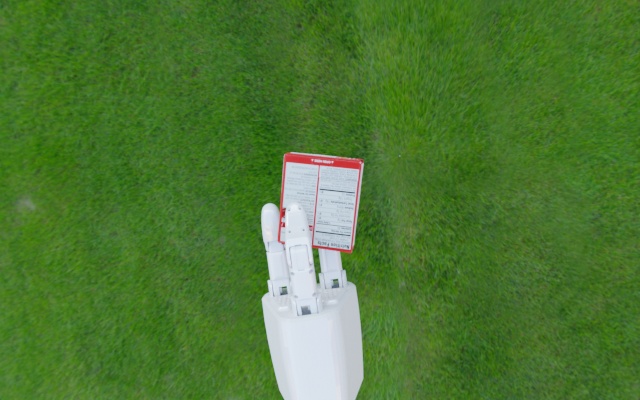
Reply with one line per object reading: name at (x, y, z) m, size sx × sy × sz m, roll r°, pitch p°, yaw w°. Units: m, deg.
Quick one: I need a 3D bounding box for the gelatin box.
gelatin box at (0.000, 0.001, 0.456) m, size 0.073 × 0.089 × 0.030 m, roll 6°, pitch 9°, yaw 8°
